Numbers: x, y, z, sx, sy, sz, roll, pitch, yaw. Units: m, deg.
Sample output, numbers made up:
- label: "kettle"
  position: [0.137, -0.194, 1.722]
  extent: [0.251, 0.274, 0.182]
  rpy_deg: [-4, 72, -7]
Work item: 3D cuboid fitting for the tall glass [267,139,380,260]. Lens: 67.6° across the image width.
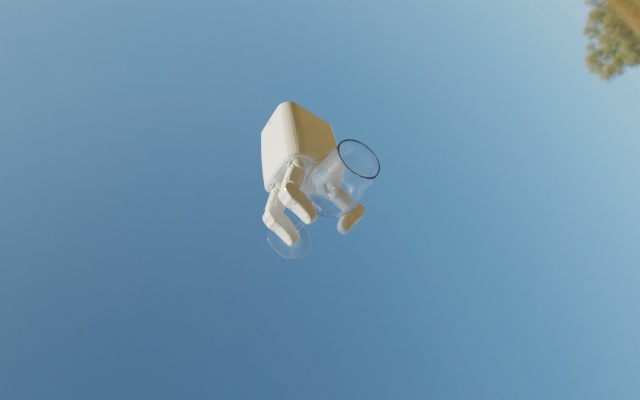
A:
- label: "tall glass"
  position: [0.000, 0.003, 0.658]
  extent: [0.079, 0.079, 0.201]
  rpy_deg: [0, -33, -35]
